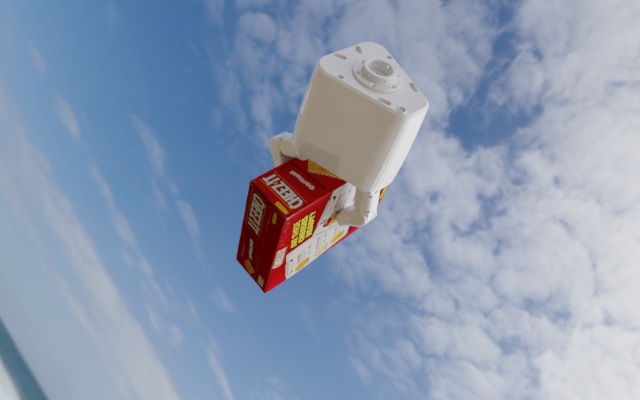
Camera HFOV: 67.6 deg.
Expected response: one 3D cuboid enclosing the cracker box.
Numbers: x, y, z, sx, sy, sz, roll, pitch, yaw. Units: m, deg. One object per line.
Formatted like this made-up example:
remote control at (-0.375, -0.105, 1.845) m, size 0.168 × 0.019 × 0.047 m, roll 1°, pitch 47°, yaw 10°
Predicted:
cracker box at (0.000, 0.002, 0.613) m, size 0.213 × 0.072 × 0.164 m, roll -31°, pitch -25°, yaw -34°
